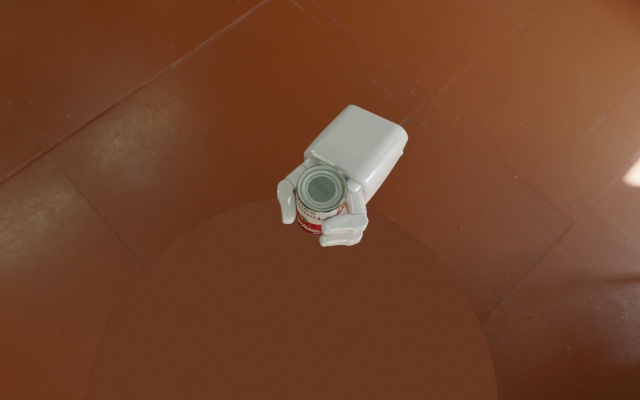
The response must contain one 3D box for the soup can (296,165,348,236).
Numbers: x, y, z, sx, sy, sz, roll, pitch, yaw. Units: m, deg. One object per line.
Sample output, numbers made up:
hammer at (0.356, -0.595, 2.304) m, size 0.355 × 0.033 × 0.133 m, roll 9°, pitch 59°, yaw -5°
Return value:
soup can at (0.000, 0.002, 0.653) m, size 0.068 × 0.068 × 0.102 m, roll 0°, pitch -21°, yaw -3°
